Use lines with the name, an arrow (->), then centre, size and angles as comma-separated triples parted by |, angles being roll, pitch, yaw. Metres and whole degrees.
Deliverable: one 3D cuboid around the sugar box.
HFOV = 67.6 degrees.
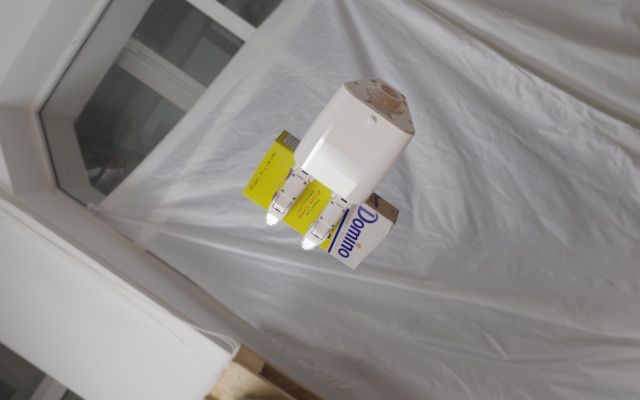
sugar box -> 0.000, 0.002, 0.598 | 0.176, 0.093, 0.048 | 35, 31, -2
